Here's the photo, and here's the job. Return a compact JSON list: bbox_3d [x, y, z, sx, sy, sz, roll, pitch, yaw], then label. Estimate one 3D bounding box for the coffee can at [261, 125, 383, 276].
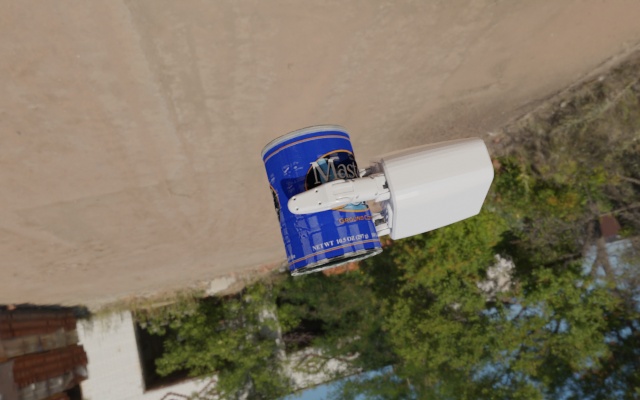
[{"bbox_3d":[0.000,0.002,0.527,0.103,0.140,0.103,-14,-11,-3],"label":"coffee can"}]
